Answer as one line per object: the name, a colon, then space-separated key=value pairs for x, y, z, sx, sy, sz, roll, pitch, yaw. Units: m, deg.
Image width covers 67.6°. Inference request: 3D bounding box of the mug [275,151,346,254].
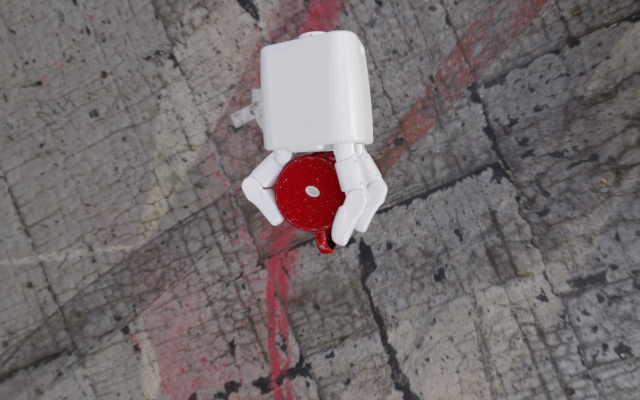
mug: x=0.000 y=0.003 z=0.529 sx=0.093 sy=0.117 sz=0.081 roll=-4 pitch=4 yaw=14
